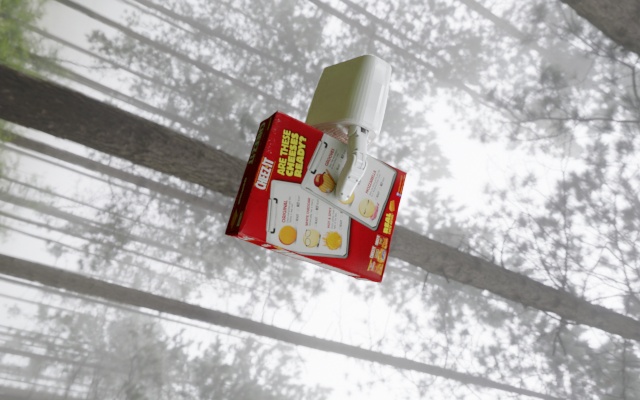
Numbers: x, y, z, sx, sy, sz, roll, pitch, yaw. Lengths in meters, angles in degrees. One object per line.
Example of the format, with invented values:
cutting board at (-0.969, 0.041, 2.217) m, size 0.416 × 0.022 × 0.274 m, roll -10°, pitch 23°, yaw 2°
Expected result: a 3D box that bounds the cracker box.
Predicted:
cracker box at (0.000, 0.002, 0.643) m, size 0.214 × 0.164 × 0.072 m, roll 22°, pitch -16°, yaw -24°
